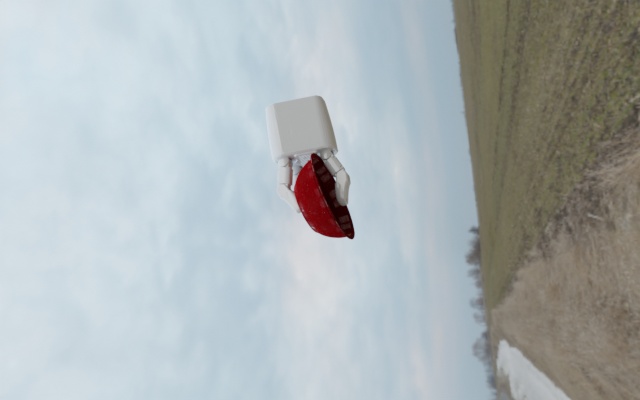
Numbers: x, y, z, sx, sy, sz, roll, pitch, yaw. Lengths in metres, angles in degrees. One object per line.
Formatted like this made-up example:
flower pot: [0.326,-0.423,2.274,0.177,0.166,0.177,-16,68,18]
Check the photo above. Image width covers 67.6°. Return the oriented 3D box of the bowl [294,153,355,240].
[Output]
bowl: [0.000,0.004,0.815,0.055,0.162,0.162,-25,-6,12]
